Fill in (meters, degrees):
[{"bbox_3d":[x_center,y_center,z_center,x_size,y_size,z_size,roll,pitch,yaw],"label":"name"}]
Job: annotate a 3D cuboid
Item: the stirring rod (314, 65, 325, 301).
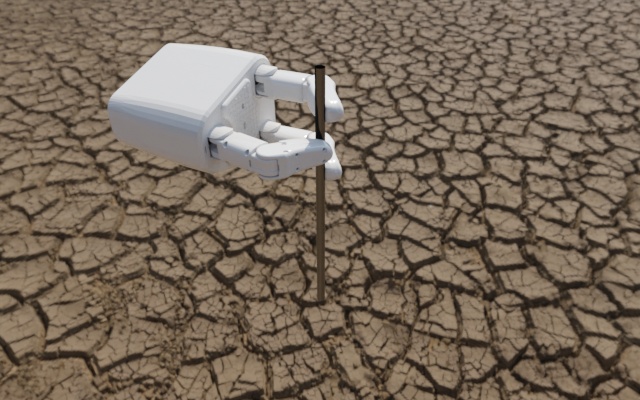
[{"bbox_3d":[0.000,0.001,0.414,0.011,0.240,0.011,0,36,0],"label":"stirring rod"}]
